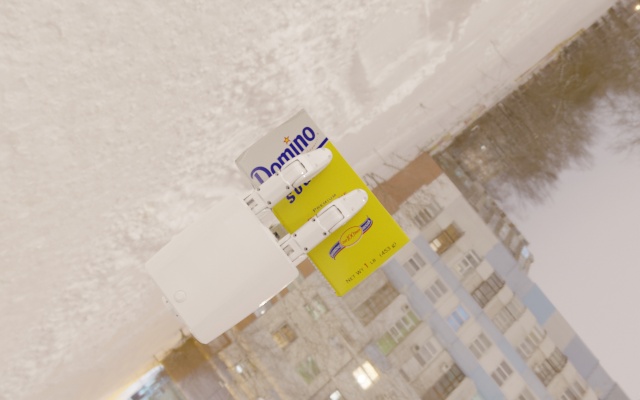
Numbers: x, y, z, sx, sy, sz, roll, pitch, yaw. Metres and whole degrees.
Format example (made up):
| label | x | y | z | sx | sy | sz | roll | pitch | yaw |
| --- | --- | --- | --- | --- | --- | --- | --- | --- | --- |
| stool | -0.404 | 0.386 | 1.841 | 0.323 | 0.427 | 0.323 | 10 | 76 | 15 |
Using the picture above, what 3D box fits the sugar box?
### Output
| label | x | y | z | sx | sy | sz | roll | pitch | yaw |
| --- | --- | --- | --- | --- | --- | --- | --- | --- | --- |
| sugar box | 0.000 | 0.002 | 0.494 | 0.093 | 0.176 | 0.048 | -38 | -4 | -8 |
